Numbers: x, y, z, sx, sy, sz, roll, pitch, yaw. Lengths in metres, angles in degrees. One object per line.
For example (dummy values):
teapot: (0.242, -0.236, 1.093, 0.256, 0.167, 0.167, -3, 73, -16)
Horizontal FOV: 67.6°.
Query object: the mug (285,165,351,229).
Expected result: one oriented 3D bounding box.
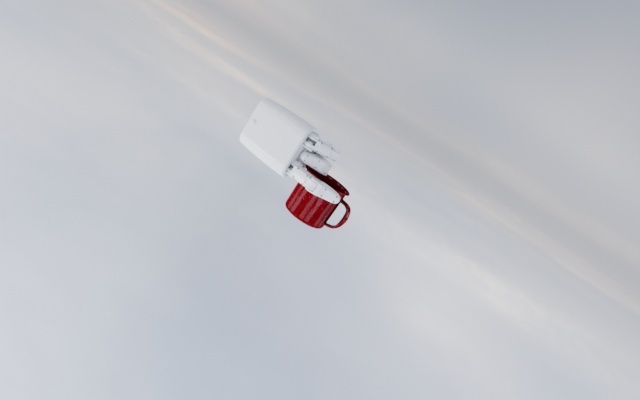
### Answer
mug: (0.001, 0.004, 0.841, 0.117, 0.081, 0.093, 38, 13, 17)
